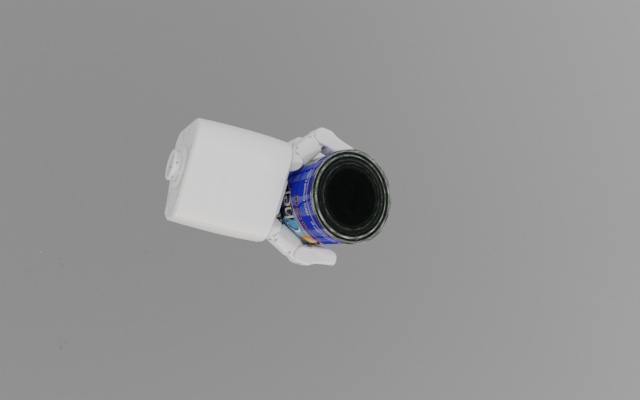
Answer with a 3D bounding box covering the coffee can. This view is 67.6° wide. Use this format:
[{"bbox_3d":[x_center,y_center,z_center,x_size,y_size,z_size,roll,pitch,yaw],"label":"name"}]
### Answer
[{"bbox_3d":[0.000,0.002,0.566,0.103,0.103,0.140,0,-5,-30],"label":"coffee can"}]
